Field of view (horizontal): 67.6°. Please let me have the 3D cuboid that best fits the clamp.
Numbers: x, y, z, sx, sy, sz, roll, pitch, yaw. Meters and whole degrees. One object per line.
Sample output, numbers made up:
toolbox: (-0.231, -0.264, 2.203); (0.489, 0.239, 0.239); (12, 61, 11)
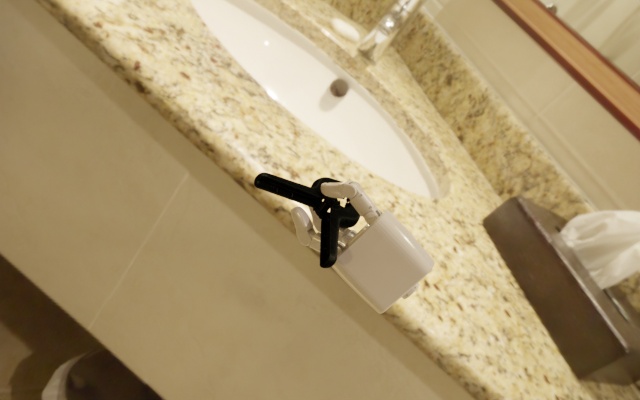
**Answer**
clamp: (0.001, 0.002, 0.731); (0.036, 0.164, 0.210); (-46, -6, 30)
